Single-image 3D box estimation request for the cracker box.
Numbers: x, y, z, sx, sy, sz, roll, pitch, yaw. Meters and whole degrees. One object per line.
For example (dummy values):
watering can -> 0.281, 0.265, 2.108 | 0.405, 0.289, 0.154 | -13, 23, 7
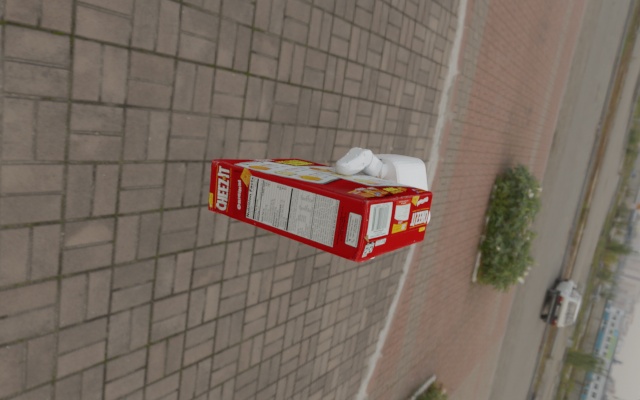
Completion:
cracker box -> 0.000, 0.002, 0.568 | 0.213, 0.072, 0.164 | 16, 13, 33
